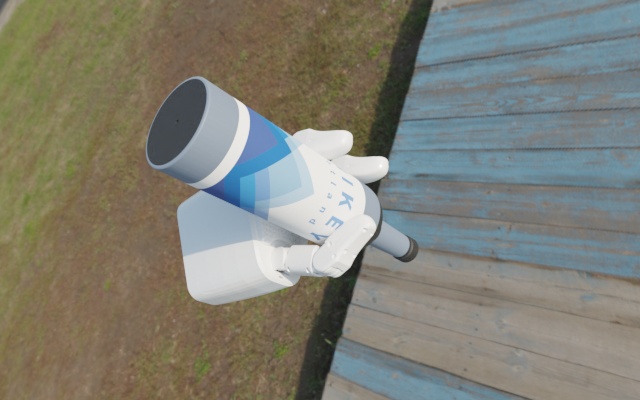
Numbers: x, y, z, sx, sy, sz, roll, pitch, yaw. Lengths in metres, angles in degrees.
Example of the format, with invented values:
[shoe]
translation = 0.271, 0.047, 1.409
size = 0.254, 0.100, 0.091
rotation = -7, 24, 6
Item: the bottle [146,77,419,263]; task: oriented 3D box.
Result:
[bottle]
translation = 0.000, 0.001, 0.407
size = 0.069, 0.069, 0.296
rotation = 0, -21, 42
